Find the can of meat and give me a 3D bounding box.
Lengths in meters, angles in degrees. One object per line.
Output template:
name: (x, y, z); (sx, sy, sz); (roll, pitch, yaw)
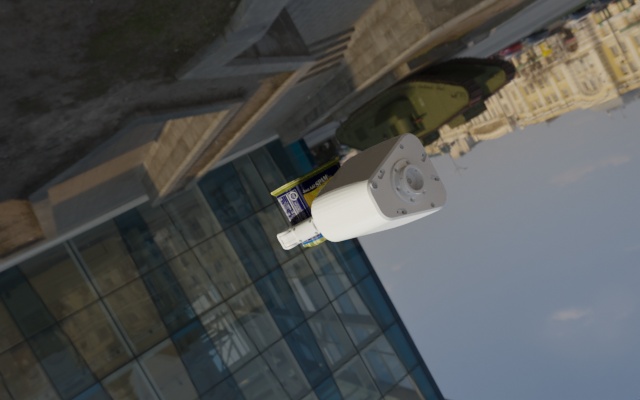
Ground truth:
can of meat: (0.000, 0.002, 0.621); (0.102, 0.084, 0.057); (-31, 4, -39)
